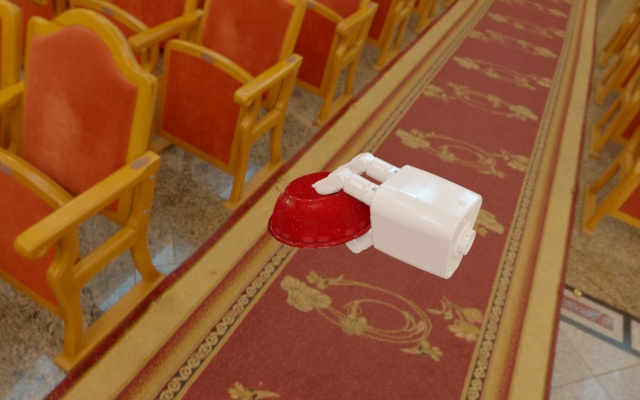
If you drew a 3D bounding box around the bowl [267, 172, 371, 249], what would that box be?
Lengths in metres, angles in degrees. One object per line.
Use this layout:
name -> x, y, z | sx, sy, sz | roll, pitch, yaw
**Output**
bowl -> -0.001, 0.002, 0.678 | 0.162, 0.055, 0.162 | -7, 27, 3
